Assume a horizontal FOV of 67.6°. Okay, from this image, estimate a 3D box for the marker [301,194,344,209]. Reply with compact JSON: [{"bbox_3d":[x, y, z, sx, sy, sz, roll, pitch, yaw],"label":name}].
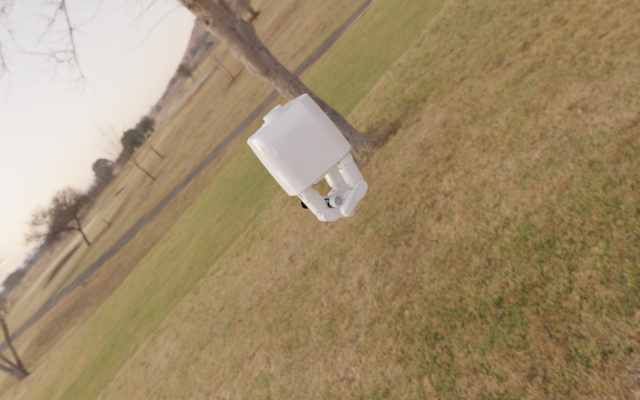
[{"bbox_3d":[0.000,0.003,0.758,0.020,0.020,0.121,0,-2,-27],"label":"marker"}]
